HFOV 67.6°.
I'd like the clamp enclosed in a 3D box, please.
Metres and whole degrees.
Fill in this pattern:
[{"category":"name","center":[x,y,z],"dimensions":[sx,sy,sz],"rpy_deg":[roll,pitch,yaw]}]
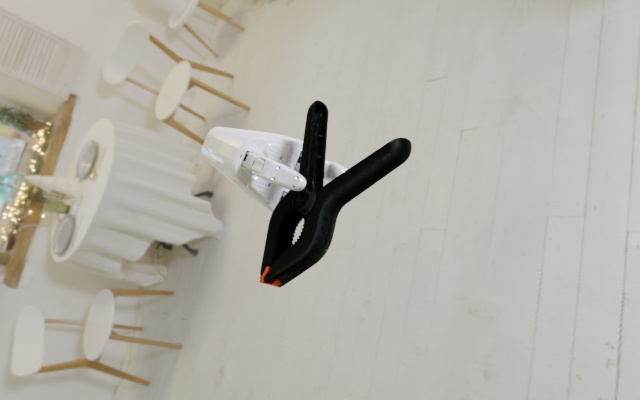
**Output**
[{"category":"clamp","center":[-0.001,0.002,0.498],"dimensions":[0.036,0.210,0.164],"rpy_deg":[23,2,-38]}]
